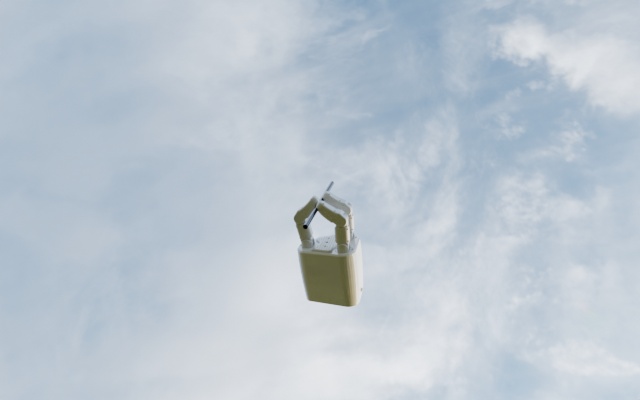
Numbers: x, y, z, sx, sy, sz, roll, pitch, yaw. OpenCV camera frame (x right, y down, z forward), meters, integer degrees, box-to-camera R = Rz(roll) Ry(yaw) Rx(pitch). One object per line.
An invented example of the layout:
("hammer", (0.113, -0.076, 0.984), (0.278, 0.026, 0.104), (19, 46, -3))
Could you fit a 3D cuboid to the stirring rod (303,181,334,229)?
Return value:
("stirring rod", (0.000, 0.003, 0.849), (0.011, 0.011, 0.239), (0, 18, 12))
